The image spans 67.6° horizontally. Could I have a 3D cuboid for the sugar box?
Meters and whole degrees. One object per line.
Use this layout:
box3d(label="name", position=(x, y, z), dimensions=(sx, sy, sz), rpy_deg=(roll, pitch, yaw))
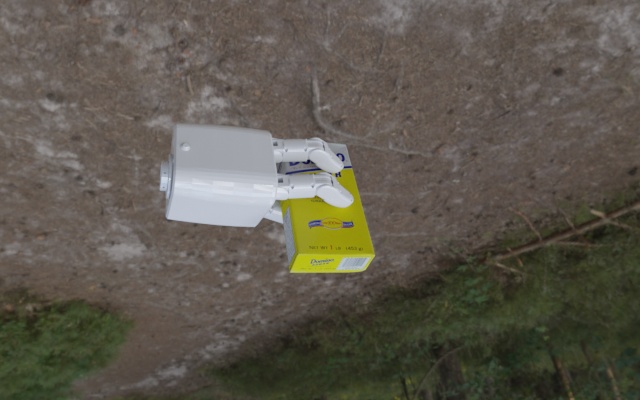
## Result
box3d(label="sugar box", position=(0.000, 0.002, 0.580), dimensions=(0.093, 0.176, 0.048), rpy_deg=(3, -37, -19))
